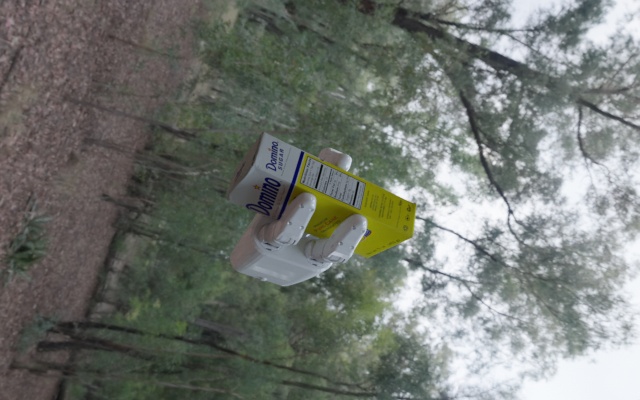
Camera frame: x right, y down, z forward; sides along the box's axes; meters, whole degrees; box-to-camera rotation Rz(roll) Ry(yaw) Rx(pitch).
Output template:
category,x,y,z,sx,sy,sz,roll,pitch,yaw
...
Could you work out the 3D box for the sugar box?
category,x,y,z,sx,sy,sz,roll,pitch,yaw
sugar box,0.000,0.002,0.489,0.176,0.048,0.093,21,-28,-18
